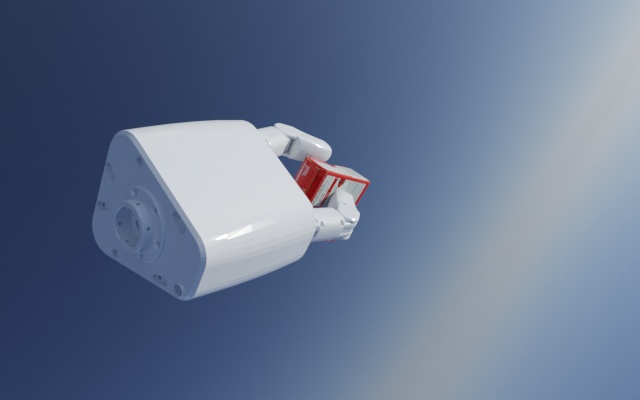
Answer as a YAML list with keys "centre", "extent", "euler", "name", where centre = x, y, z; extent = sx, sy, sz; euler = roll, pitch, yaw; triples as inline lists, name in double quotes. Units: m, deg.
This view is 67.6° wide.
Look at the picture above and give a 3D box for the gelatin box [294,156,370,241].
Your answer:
- centre: [0.001, 0.002, 0.452]
  extent: [0.030, 0.073, 0.089]
  euler: [37, 15, 28]
  name: "gelatin box"
